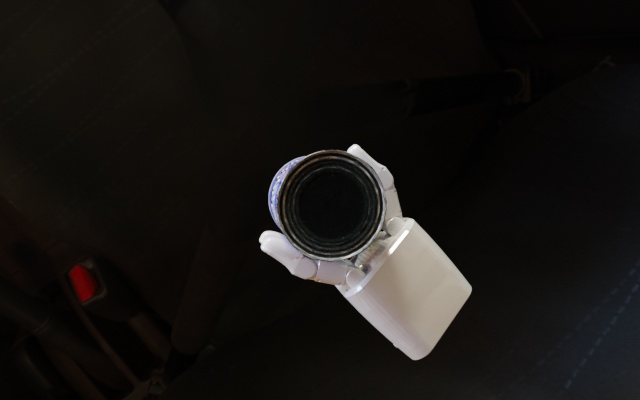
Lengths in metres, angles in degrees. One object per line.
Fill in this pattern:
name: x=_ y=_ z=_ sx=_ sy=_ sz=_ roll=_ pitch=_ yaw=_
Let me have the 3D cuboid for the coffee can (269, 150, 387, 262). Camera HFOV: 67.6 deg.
coffee can: x=0.000 y=0.001 z=0.502 sx=0.103 sy=0.103 sz=0.140 roll=0 pitch=3 yaw=-9
